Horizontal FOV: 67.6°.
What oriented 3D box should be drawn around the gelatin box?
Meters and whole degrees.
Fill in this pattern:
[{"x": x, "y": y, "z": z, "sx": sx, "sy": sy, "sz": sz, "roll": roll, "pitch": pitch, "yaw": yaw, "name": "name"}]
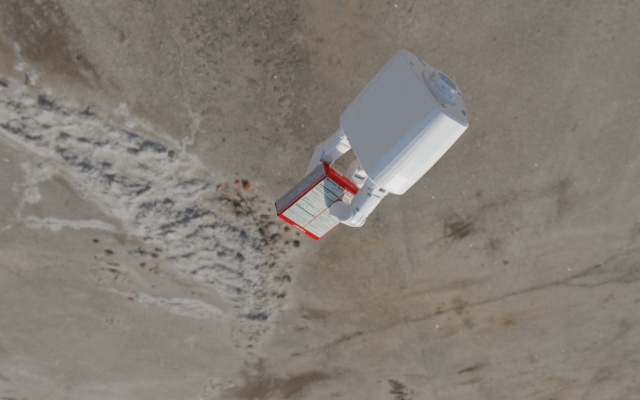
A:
[{"x": 0.000, "y": 0.002, "z": 0.593, "sx": 0.089, "sy": 0.030, "sz": 0.073, "roll": -40, "pitch": -51, "yaw": 21, "name": "gelatin box"}]
